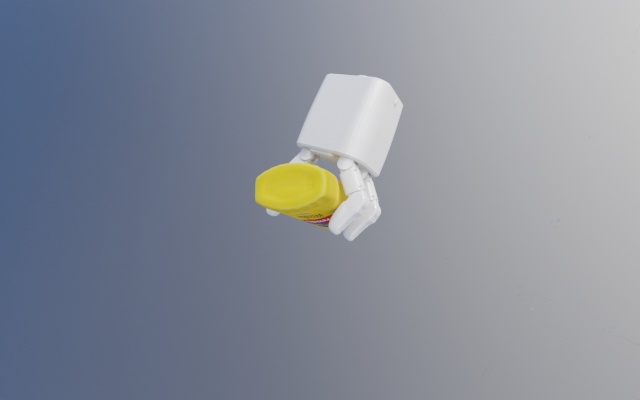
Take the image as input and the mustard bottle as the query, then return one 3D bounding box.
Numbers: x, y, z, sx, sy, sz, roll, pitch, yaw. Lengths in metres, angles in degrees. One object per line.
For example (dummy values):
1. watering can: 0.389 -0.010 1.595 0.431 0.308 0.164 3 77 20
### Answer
1. mustard bottle: 0.000 0.002 0.634 0.096 0.058 0.192 -7 -14 22
